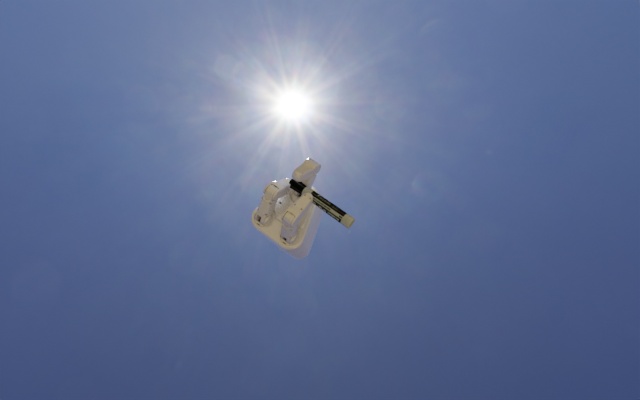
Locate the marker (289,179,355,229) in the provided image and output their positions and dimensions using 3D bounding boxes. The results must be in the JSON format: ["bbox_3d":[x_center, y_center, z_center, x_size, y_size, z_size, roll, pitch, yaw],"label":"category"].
[{"bbox_3d":[0.000,0.002,0.740,0.121,0.020,0.020,35,11,16],"label":"marker"}]
